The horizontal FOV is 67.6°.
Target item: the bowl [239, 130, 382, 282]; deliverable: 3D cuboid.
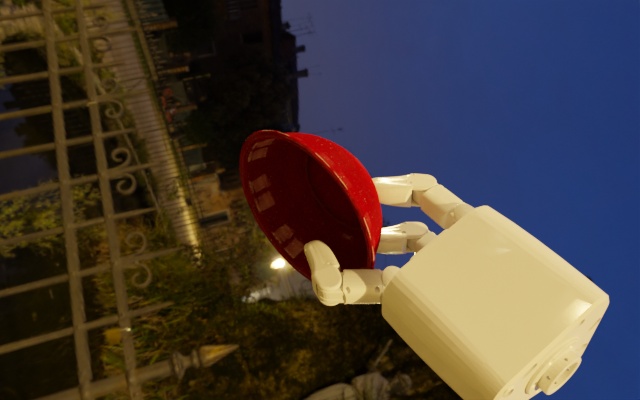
[{"bbox_3d":[-0.001,0.000,0.424,0.055,0.162,0.162,-36,21,-32],"label":"bowl"}]
